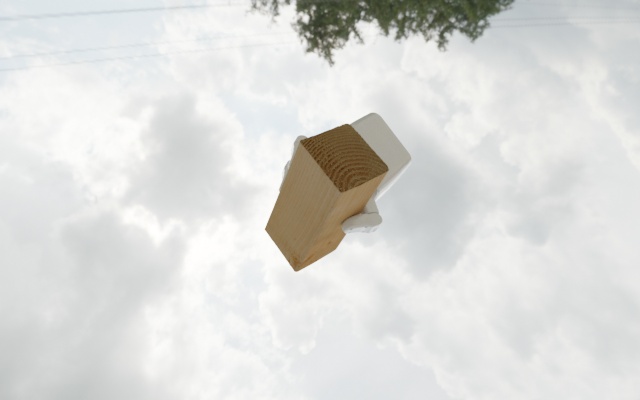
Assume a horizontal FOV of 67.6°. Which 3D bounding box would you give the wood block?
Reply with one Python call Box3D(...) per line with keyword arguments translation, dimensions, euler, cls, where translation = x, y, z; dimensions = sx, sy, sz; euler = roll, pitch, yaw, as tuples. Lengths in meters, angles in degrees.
Box3D(translation=(0.001, 0.002, 0.678), dimensions=(0.090, 0.090, 0.206), euler=(-26, -23, -34), cls="wood block")
